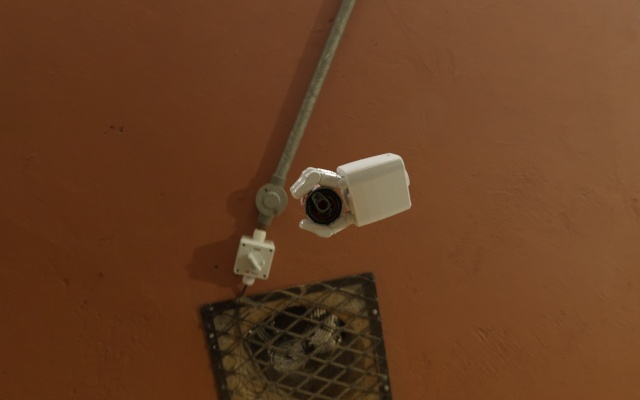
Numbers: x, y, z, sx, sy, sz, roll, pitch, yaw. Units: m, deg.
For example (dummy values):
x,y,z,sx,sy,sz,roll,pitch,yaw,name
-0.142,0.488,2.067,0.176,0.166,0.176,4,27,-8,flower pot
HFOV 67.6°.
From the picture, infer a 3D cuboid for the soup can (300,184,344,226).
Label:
x,y,z,sx,sy,sz,roll,pitch,yaw,name
0.000,0.003,0.867,0.068,0.068,0.102,0,10,-7,soup can
